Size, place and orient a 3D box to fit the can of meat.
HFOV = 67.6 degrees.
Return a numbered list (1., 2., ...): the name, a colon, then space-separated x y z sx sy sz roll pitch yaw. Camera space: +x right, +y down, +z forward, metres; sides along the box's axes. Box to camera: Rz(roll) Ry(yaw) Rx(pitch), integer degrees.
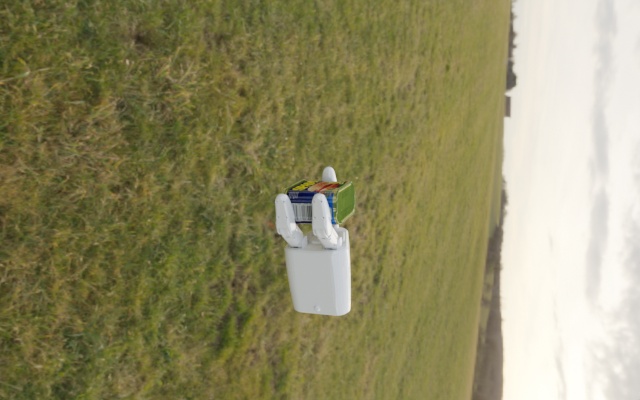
1. can of meat: 0.000 0.002 0.715 0.084 0.057 0.102 1 13 20
